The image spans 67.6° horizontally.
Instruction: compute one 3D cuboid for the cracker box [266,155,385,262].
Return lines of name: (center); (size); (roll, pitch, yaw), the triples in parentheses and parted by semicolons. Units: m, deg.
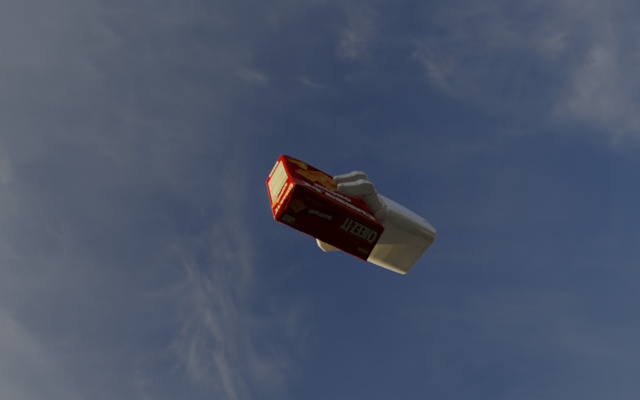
cracker box: (0.000, 0.003, 0.812); (0.164, 0.072, 0.213); (25, 11, -17)
